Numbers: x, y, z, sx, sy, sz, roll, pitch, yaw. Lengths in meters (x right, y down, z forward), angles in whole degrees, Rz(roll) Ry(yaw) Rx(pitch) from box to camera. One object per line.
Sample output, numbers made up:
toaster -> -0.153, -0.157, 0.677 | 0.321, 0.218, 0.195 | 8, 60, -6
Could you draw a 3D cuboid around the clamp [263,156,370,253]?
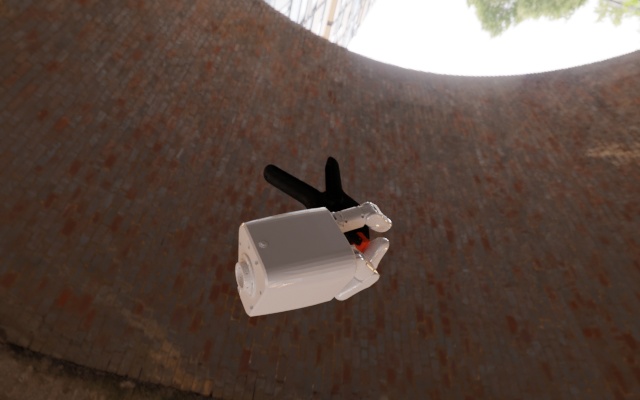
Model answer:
clamp -> 0.000, 0.003, 0.629 | 0.120, 0.039, 0.171 | -8, 46, -26
